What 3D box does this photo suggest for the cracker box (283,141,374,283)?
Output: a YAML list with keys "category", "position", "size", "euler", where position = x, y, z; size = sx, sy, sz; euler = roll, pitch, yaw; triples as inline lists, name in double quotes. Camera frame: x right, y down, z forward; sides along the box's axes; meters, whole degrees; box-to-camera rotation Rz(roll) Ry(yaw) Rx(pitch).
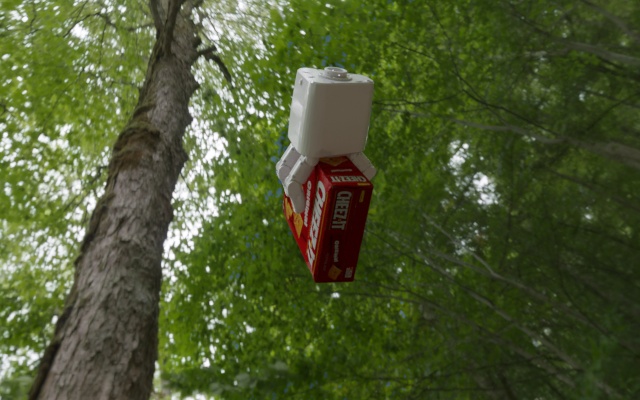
- category: "cracker box"
  position: [0.000, 0.002, 0.760]
  size: [0.072, 0.164, 0.213]
  euler: [-1, 28, -18]
